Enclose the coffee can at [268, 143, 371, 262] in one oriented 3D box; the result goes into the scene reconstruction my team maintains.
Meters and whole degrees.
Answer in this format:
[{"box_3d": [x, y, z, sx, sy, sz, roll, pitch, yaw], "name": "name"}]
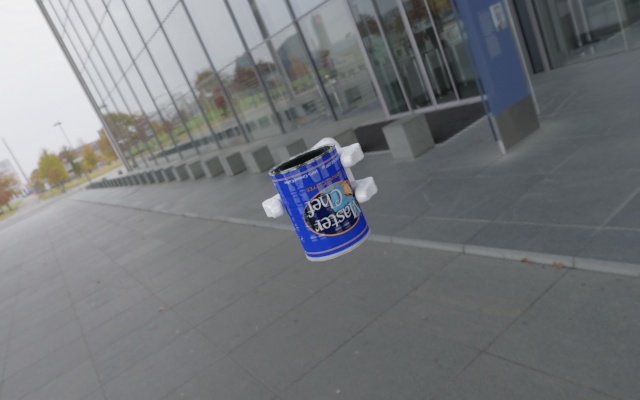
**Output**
[{"box_3d": [0.000, 0.002, 0.690, 0.103, 0.140, 0.102, -22, 14, 6], "name": "coffee can"}]
